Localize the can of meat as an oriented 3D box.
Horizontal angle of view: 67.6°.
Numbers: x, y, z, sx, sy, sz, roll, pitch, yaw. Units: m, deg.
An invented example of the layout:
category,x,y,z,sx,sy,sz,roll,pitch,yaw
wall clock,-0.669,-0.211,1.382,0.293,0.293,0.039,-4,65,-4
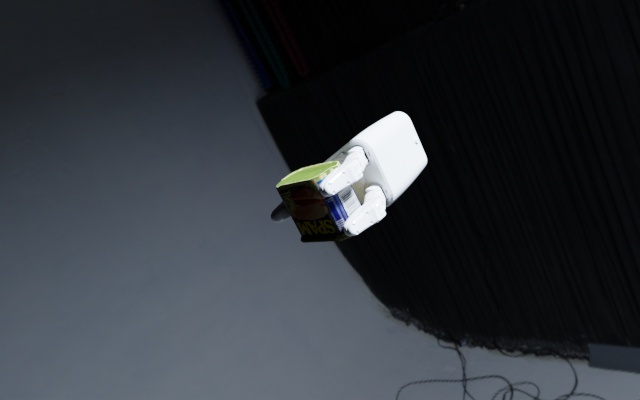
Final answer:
category,x,y,z,sx,sy,sz,roll,pitch,yaw
can of meat,0.000,0.002,0.599,0.057,0.084,0.102,-38,18,-36
